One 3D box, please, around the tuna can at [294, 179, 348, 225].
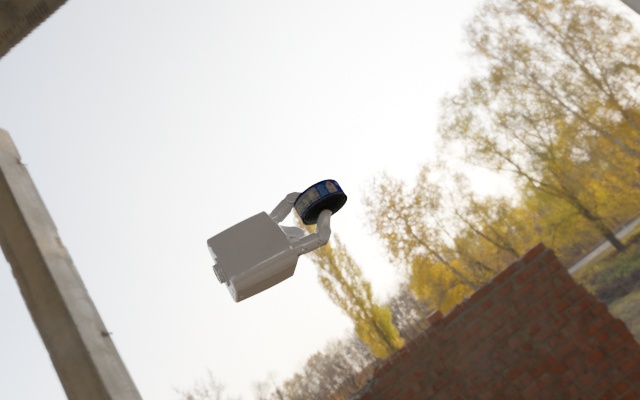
[{"bbox_3d":[0.000,0.002,0.785,0.086,0.033,0.086,-26,-23,-12],"label":"tuna can"}]
